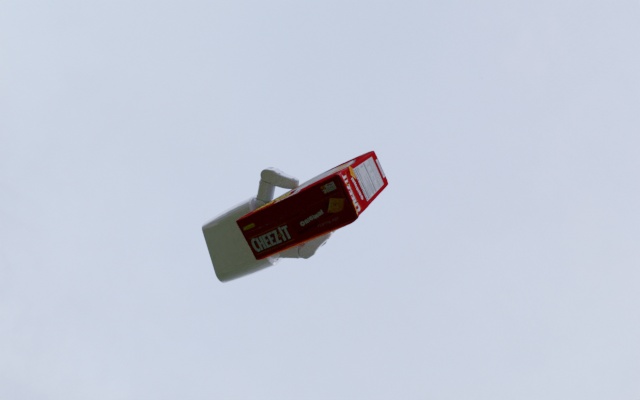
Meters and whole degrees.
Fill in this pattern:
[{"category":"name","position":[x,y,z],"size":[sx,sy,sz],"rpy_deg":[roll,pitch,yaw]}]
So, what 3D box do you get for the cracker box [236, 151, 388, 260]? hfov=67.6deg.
[{"category":"cracker box","position":[0.000,0.002,0.711],"size":[0.164,0.072,0.213],"rpy_deg":[-24,5,23]}]
